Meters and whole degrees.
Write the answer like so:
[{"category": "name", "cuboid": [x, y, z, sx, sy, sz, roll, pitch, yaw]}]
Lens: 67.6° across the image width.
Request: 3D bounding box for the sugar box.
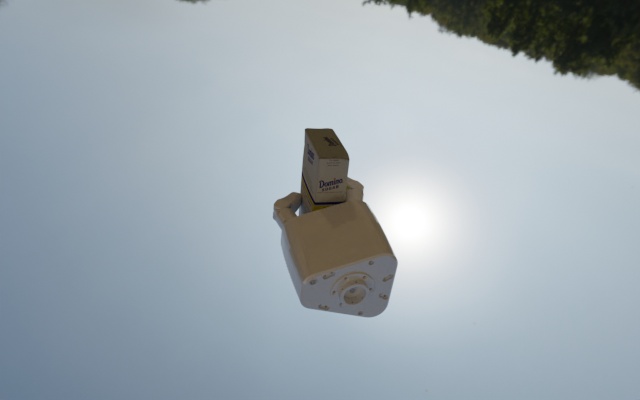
[{"category": "sugar box", "cuboid": [0.001, 0.002, 0.636, 0.048, 0.176, 0.093, 0, 31, -15]}]
